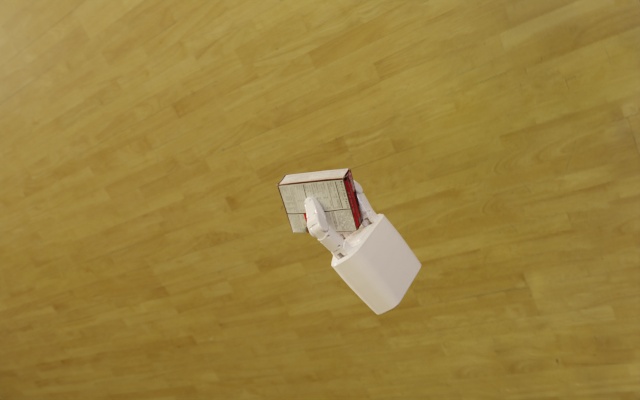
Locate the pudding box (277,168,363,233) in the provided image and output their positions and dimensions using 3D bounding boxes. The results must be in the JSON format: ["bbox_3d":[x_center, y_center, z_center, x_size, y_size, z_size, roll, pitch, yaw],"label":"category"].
[{"bbox_3d":[0.000,0.002,0.719,0.113,0.090,0.039,-5,26,23],"label":"pudding box"}]
